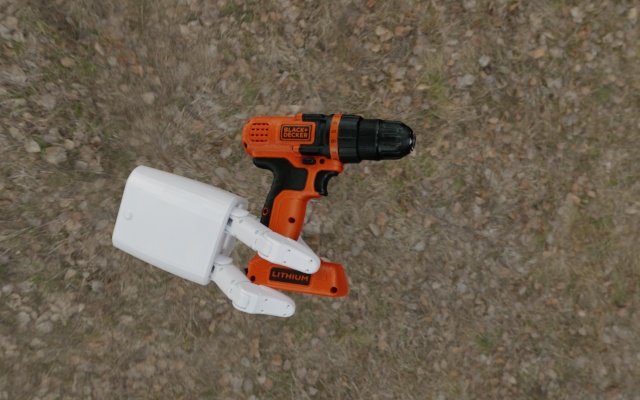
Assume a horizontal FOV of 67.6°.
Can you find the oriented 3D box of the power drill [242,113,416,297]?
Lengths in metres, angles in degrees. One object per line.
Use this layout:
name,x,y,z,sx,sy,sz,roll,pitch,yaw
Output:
power drill,0.000,0.002,0.495,0.184,0.187,0.057,4,-8,18
